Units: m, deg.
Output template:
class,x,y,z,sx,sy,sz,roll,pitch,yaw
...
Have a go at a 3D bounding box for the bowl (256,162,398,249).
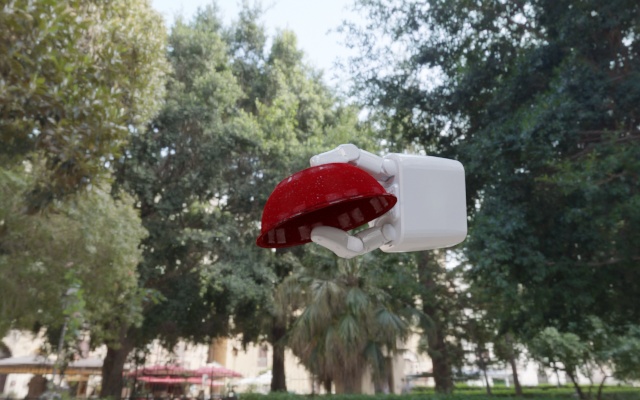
class,x,y,z,sx,sy,sz,roll,pitch,yaw
bowl,-0.001,0.001,0.529,0.162,0.055,0.162,-17,-14,-4
